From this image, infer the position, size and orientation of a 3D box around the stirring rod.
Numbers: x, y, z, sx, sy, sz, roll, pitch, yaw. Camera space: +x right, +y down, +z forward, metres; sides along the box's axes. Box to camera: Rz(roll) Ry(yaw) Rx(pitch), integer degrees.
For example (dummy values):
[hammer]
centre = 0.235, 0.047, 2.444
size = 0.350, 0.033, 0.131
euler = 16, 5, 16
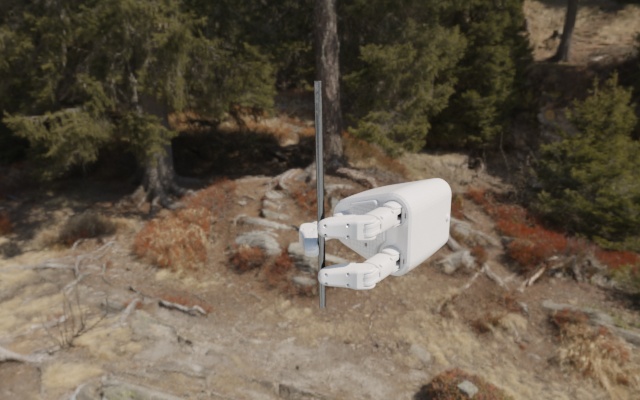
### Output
[stirring rod]
centre = 0.000, 0.002, 0.487
size = 0.011, 0.239, 0.011
euler = -1, 18, 0
